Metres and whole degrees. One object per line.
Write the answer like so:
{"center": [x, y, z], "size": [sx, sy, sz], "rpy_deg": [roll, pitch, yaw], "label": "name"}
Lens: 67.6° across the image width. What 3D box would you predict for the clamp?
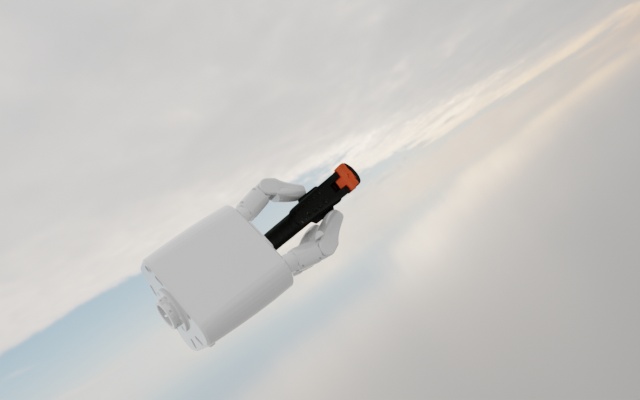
{"center": [0.000, 0.001, 0.573], "size": [0.164, 0.036, 0.210], "rpy_deg": [-37, -2, -33], "label": "clamp"}
